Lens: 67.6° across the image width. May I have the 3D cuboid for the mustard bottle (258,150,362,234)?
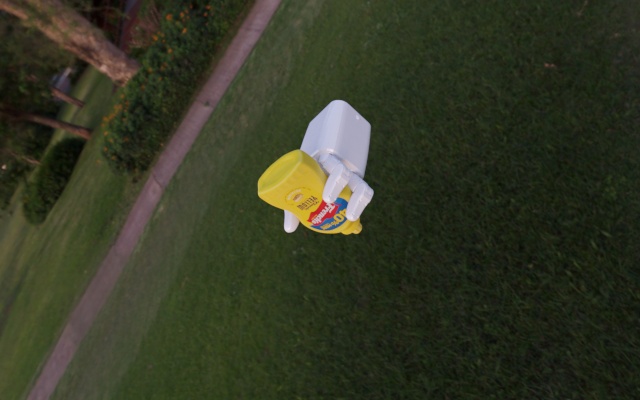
[{"bbox_3d":[0.000,0.003,0.754,0.096,0.058,0.192,-36,-51,24],"label":"mustard bottle"}]
